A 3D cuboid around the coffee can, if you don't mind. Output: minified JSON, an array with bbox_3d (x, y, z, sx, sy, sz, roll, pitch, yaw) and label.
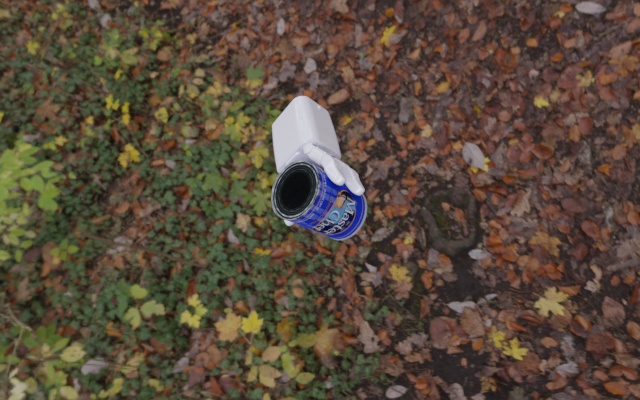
[{"bbox_3d":[0.000,0.003,0.818,0.103,0.102,0.140,0,-17,39],"label":"coffee can"}]
